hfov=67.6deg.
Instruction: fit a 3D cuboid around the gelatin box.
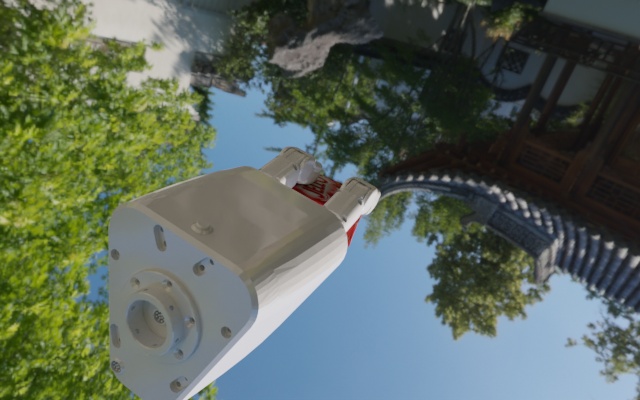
[{"bbox_3d":[0.000,0.002,0.410,0.073,0.030,0.089,22,16,4],"label":"gelatin box"}]
